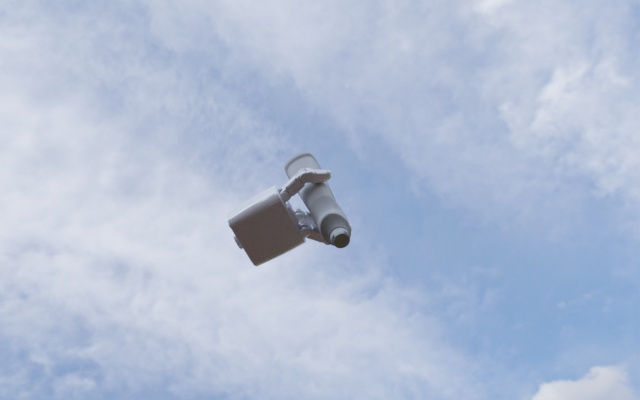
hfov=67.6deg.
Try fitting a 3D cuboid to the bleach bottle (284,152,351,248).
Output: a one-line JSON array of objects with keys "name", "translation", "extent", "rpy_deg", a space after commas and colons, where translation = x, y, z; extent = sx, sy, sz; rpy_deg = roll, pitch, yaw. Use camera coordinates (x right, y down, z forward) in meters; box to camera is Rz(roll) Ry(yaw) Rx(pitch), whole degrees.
[{"name": "bleach bottle", "translation": [0.000, 0.003, 0.878], "extent": [0.068, 0.103, 0.250], "rpy_deg": [-30, 31, 1]}]
